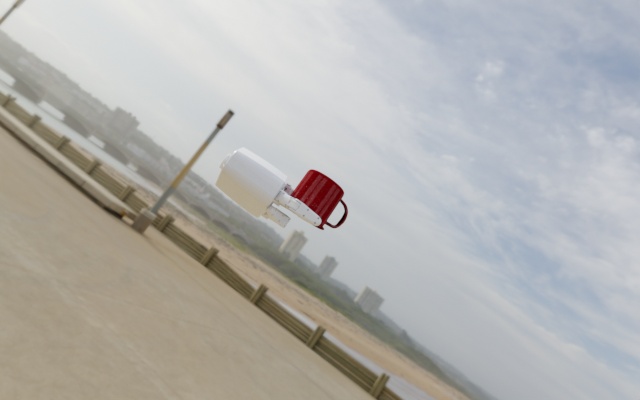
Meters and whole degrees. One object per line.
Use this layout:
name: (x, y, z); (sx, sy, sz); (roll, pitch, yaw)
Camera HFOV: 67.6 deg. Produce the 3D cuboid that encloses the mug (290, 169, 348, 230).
mug: (0.001, 0.004, 0.888); (0.117, 0.081, 0.093); (36, -9, -7)
